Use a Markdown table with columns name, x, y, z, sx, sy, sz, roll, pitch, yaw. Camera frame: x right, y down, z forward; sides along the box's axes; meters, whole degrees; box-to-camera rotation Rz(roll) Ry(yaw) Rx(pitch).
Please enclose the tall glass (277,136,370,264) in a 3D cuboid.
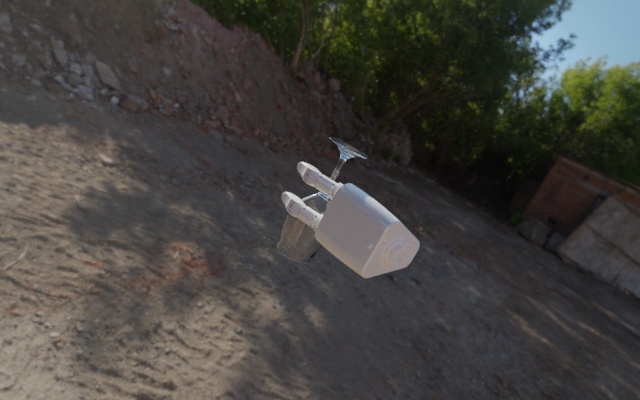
| name | x | y | z | sx | sy | sz | roll | pitch | yaw |
| --- | --- | --- | --- | --- | --- | --- | --- | --- | --- |
| tall glass | 0.000 | 0.002 | 0.773 | 0.079 | 0.201 | 0.079 | 27 | 13 | -6 |
